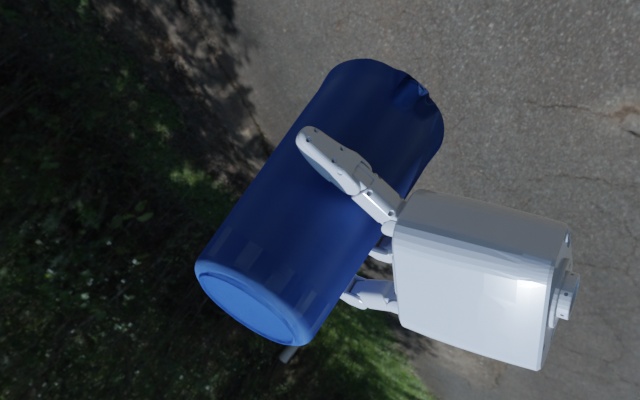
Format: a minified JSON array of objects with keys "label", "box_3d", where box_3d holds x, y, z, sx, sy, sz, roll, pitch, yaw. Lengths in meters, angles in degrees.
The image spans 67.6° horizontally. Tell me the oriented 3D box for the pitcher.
[{"label":"pitcher","box_3d":[0.000,0.001,0.431,0.145,0.242,0.149,15,-35,32]}]
